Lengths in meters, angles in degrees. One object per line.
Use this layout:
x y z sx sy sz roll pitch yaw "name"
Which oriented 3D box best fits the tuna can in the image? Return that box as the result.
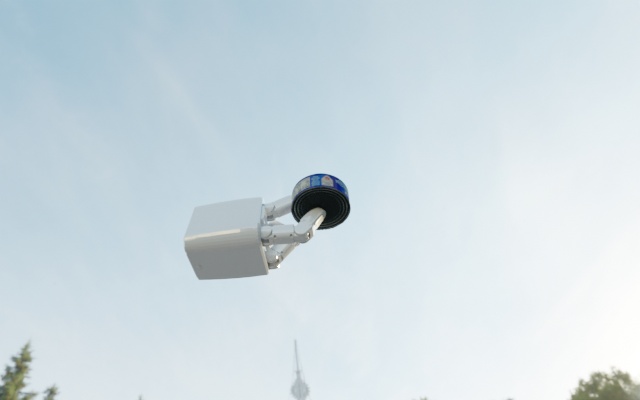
0.000 0.002 0.695 0.086 0.086 0.033 0 43 -2 "tuna can"
